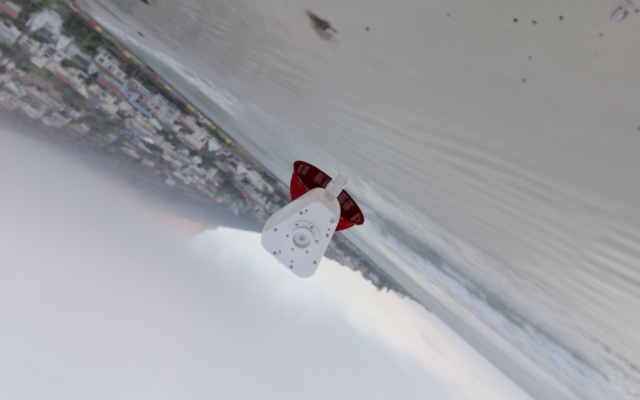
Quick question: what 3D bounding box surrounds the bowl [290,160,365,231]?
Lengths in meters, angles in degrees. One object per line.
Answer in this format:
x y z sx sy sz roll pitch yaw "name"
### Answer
0.000 0.003 0.844 0.162 0.055 0.162 37 18 -14 "bowl"
